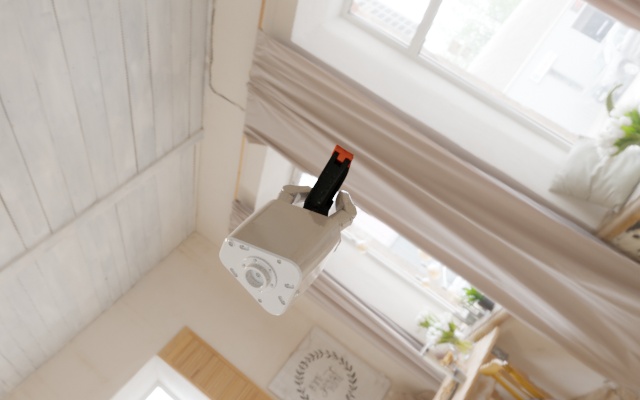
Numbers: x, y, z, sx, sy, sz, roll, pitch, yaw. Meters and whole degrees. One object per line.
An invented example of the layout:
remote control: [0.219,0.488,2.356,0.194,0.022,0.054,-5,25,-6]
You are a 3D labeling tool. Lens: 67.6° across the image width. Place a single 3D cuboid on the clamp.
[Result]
clamp: [0.000,0.002,0.695,0.036,0.210,0.164,32,35,6]
